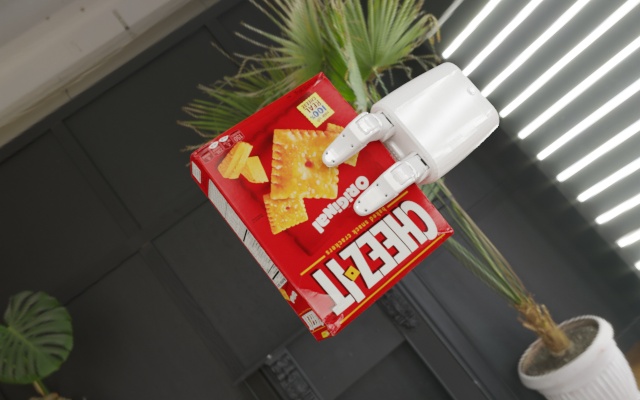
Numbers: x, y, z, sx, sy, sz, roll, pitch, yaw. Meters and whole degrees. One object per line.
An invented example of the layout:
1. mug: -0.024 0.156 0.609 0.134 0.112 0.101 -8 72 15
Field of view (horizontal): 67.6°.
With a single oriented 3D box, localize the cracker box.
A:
1. cracker box: 0.000 0.001 0.476 0.164 0.213 0.072 -36 -8 -21
